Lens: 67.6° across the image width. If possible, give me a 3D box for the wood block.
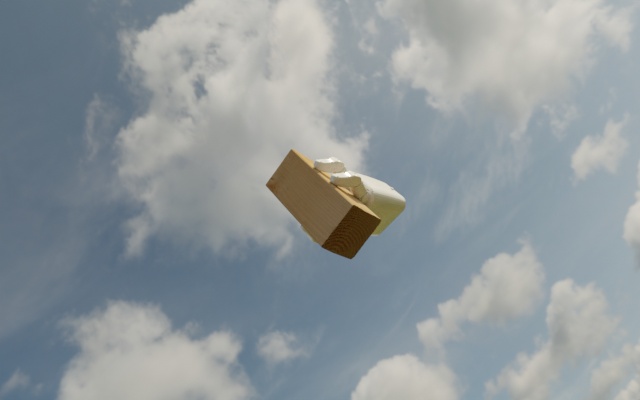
[{"bbox_3d":[0.000,0.003,0.867,0.090,0.091,0.206,27,12,-45],"label":"wood block"}]
